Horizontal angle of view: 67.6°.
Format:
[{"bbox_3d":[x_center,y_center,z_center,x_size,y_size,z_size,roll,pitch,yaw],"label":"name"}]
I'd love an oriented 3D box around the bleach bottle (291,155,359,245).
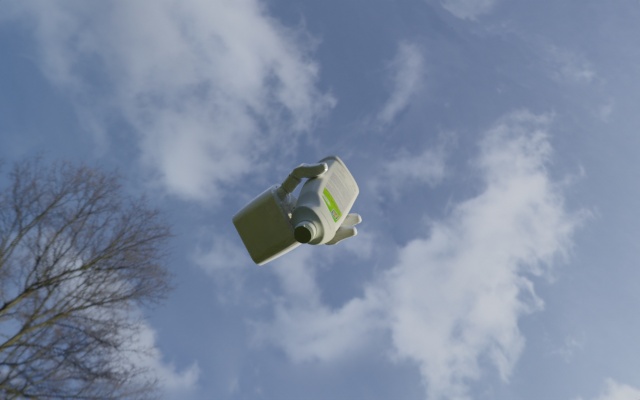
[{"bbox_3d":[0.000,0.003,0.814,0.068,0.102,0.250,-32,8,23],"label":"bleach bottle"}]
